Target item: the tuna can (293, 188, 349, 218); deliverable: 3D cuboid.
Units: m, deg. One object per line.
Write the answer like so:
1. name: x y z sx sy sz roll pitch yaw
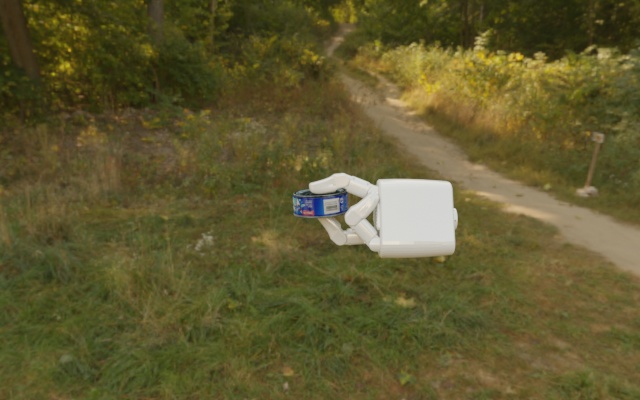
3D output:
1. tuna can: 0.000 0.002 0.735 0.086 0.034 0.086 -4 10 1
